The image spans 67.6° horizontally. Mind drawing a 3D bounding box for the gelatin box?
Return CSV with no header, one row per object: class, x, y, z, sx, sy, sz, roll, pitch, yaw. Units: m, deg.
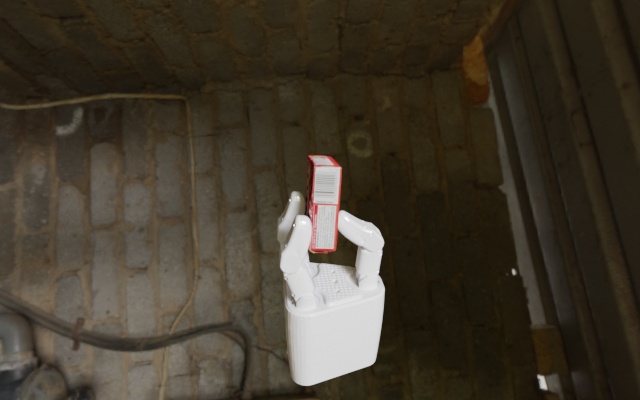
gelatin box,0.001,0.001,0.499,0.030,0.089,0.073,2,13,-7
